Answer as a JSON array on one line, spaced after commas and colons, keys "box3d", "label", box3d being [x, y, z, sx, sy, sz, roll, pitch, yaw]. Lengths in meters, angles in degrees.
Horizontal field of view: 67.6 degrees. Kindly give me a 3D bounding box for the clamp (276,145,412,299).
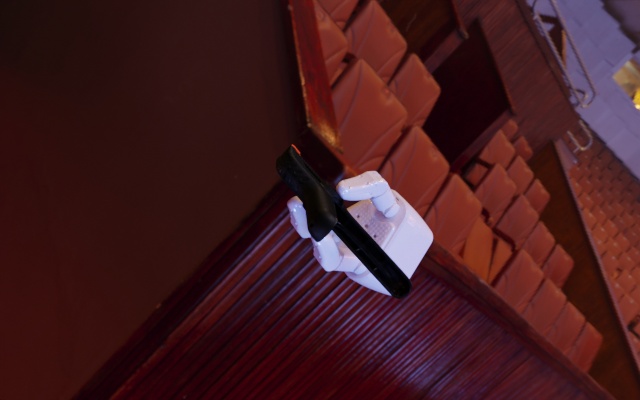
[{"box3d": [0.001, 0.001, 0.486, 0.210, 0.036, 0.165, 52, 7, 37], "label": "clamp"}]
